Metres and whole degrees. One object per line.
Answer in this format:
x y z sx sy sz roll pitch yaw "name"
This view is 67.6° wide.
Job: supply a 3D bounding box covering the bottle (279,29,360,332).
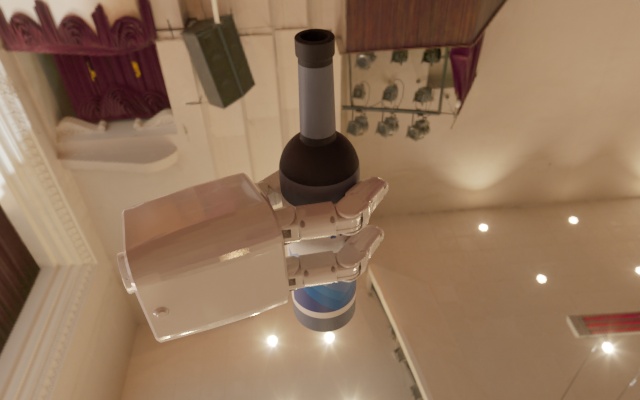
0.000 0.002 0.416 0.069 0.296 0.069 -1 41 1 "bottle"
